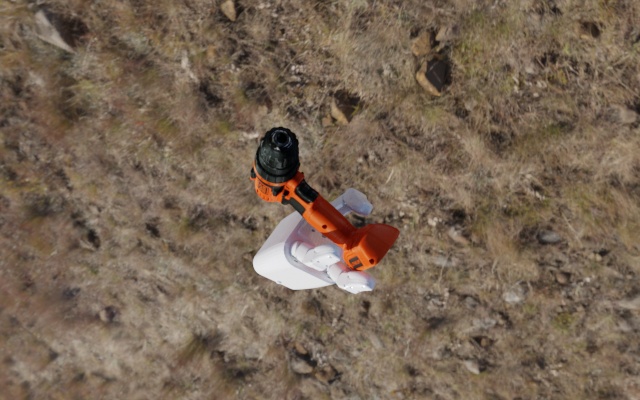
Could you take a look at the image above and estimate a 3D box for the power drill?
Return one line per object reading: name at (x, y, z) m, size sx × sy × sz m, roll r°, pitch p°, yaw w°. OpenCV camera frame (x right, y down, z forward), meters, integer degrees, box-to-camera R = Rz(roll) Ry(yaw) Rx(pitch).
power drill at (0.000, 0.002, 0.563) m, size 0.187 × 0.057 × 0.184 m, roll 40°, pitch -15°, yaw 2°
